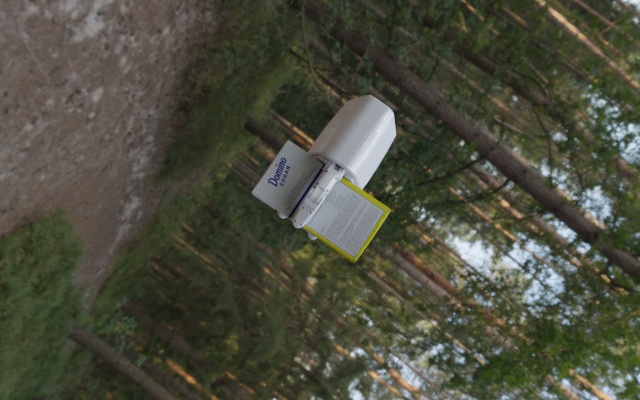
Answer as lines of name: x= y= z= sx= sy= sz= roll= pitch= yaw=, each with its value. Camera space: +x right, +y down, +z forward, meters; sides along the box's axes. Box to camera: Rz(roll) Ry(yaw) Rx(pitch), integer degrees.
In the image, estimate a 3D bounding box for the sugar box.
sugar box: x=0.000 y=0.002 z=0.679 sx=0.176 sy=0.093 sz=0.048 roll=35 pitch=-5 yaw=0
